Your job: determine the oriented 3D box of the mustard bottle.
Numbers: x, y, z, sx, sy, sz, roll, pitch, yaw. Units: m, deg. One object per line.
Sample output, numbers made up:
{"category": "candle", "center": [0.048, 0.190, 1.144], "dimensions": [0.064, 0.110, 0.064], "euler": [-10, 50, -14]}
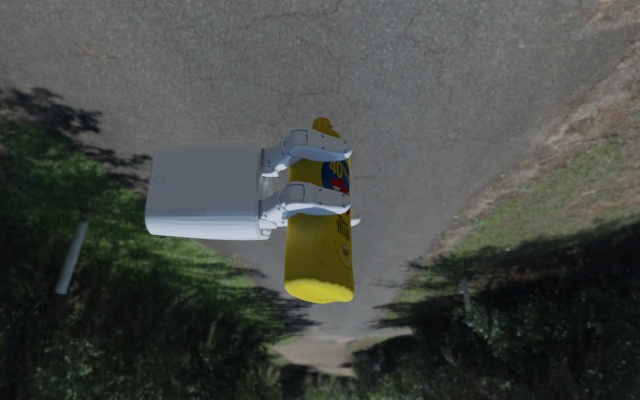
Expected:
{"category": "mustard bottle", "center": [0.000, 0.002, 0.485], "dimensions": [0.058, 0.191, 0.096], "euler": [-10, -25, 23]}
